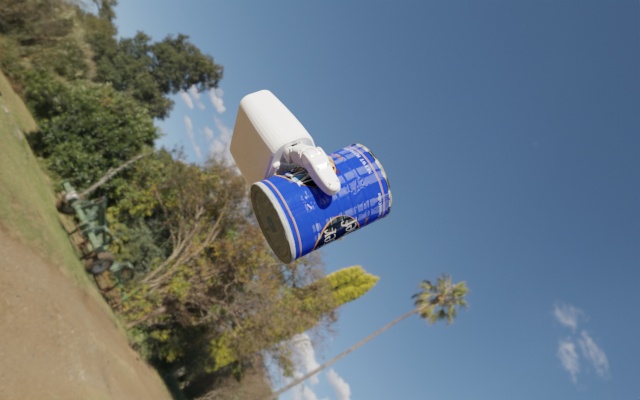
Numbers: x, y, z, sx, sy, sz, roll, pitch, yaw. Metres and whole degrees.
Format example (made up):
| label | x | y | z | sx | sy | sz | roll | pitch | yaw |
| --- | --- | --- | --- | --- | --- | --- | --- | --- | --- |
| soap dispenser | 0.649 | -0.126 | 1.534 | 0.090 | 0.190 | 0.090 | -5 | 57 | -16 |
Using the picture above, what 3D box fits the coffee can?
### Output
| label | x | y | z | sx | sy | sz | roll | pitch | yaw |
| --- | --- | --- | --- | --- | --- | --- | --- | --- | --- |
| coffee can | 0.000 | 0.002 | 0.582 | 0.140 | 0.103 | 0.103 | -24 | 9 | -21 |
